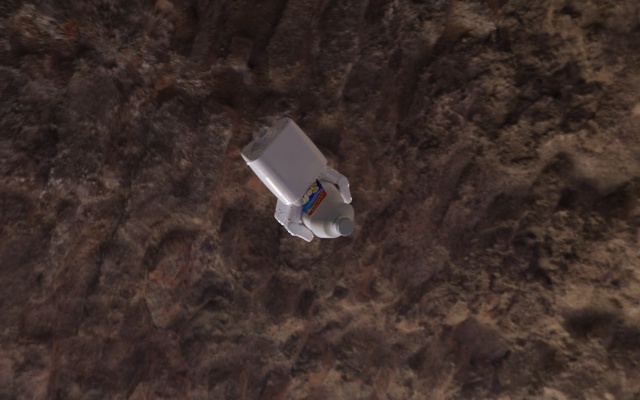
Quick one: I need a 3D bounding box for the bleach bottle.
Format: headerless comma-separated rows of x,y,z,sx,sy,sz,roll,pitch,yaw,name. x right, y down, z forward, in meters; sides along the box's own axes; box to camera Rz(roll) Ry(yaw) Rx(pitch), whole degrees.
0.000,0.003,0.879,0.068,0.102,0.250,50,-6,-28,bleach bottle
